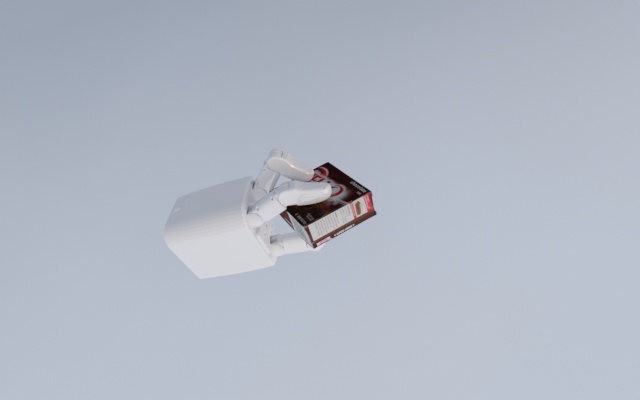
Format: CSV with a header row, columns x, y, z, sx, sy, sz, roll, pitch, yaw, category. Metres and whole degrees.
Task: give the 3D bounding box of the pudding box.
x,y,z,sx,sy,sz,roll,pitch,yaw,category
0.000,0.002,0.576,0.090,0.039,0.113,-29,34,-14,pudding box
